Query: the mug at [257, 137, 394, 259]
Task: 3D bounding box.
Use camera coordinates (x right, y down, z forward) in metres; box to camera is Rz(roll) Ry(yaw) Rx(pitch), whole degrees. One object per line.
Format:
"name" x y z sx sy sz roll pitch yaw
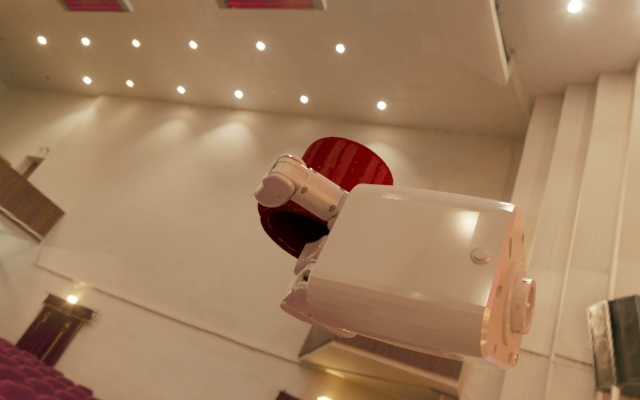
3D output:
"mug" -0.001 0.001 0.401 0.117 0.081 0.093 7 -34 34
